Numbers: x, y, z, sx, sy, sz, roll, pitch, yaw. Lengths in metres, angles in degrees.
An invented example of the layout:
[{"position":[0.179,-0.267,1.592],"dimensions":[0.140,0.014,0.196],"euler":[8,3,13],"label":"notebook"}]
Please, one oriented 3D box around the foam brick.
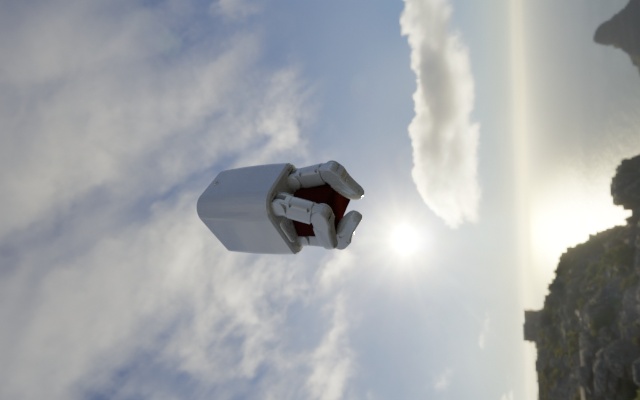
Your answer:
[{"position":[0.000,0.002,0.609],"dimensions":[0.051,0.053,0.078],"euler":[-2,35,23],"label":"foam brick"}]
